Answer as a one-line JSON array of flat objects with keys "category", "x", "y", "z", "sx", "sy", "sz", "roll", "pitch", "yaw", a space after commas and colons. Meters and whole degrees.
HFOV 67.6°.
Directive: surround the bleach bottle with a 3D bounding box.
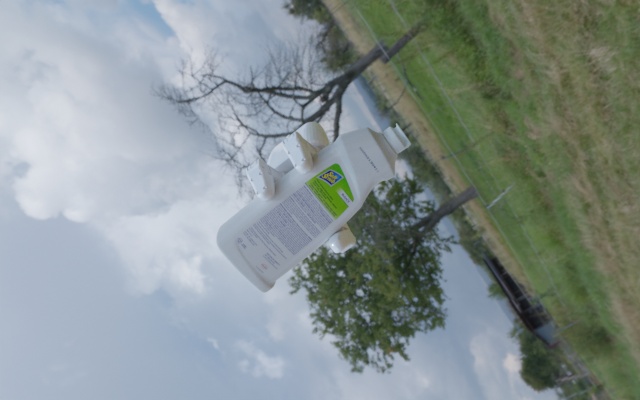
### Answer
[{"category": "bleach bottle", "x": 0.000, "y": 0.002, "z": 0.568, "sx": 0.251, "sy": 0.102, "sz": 0.068, "roll": -36, "pitch": 21, "yaw": 13}]
